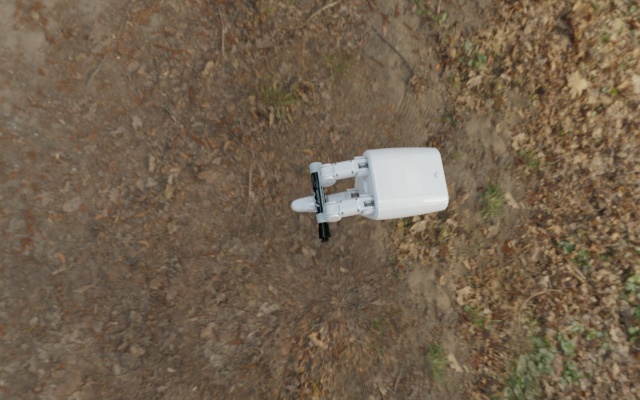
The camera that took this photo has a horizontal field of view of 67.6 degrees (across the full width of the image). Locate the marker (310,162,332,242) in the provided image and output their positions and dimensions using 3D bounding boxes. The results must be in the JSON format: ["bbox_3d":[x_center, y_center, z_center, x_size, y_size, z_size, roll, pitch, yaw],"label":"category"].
[{"bbox_3d":[0.000,0.002,0.720,0.020,0.121,0.020,-7,-12,-2],"label":"marker"}]
